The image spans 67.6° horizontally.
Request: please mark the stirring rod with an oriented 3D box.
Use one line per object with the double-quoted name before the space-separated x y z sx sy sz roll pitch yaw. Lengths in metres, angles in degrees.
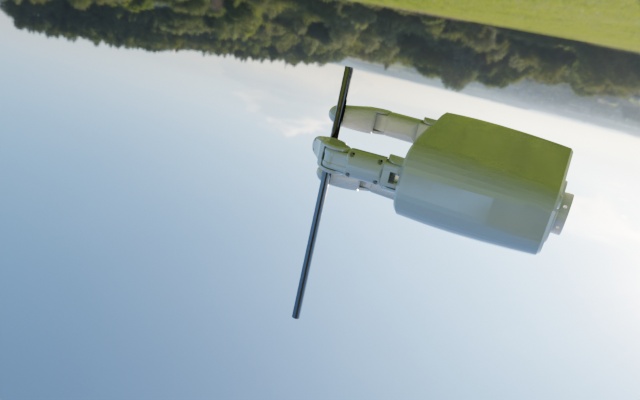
"stirring rod" 0.000 0.001 0.432 0.011 0.239 0.011 11 17 -3
